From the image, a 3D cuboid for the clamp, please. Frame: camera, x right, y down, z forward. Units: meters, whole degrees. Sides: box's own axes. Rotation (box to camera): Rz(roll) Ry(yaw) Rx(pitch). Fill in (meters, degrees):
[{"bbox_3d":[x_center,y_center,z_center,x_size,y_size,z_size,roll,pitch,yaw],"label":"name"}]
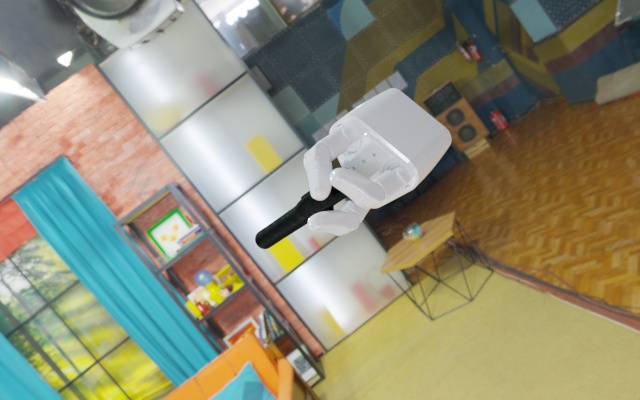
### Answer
[{"bbox_3d":[0.000,0.001,0.574,0.120,0.039,0.171,-39,5,-41],"label":"clamp"}]
